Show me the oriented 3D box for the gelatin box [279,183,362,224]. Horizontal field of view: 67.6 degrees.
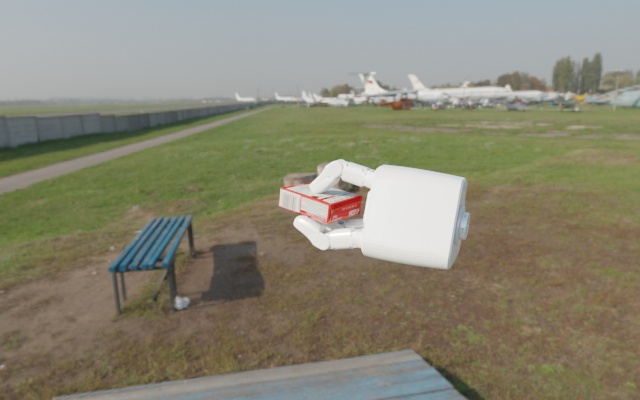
[{"bbox_3d":[0.000,0.002,0.648,0.089,0.030,0.073,18,19,34],"label":"gelatin box"}]
